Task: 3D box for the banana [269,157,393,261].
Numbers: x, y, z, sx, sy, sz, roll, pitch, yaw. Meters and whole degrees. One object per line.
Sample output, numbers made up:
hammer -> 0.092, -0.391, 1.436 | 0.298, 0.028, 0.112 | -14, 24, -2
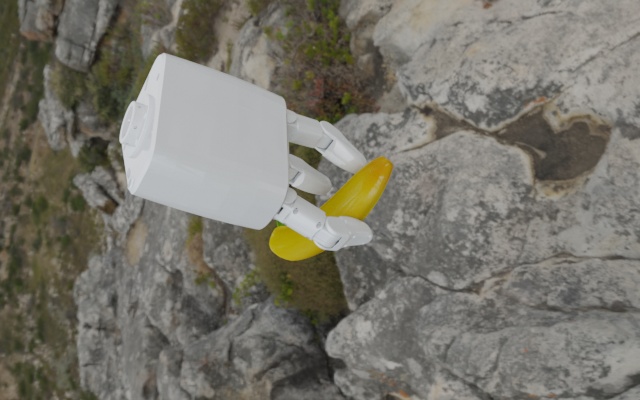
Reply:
banana -> -0.003, 0.020, 0.470 | 0.037, 0.069, 0.198 | 18, -27, -31
